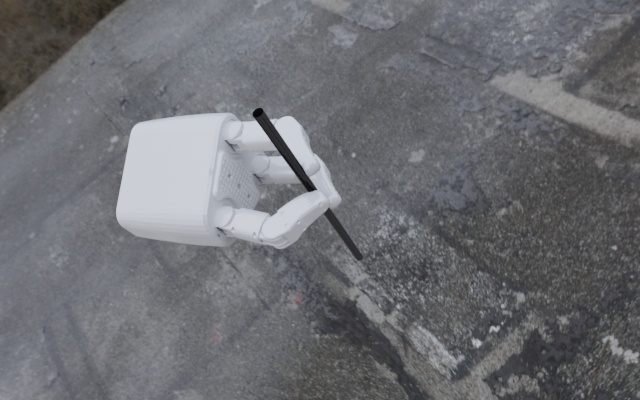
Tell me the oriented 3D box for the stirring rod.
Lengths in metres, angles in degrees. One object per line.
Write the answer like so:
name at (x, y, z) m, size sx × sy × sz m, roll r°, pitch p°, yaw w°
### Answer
stirring rod at (0.000, 0.001, 0.409) m, size 0.011 × 0.011 × 0.240 m, roll 0°, pitch -29°, yaw 23°
